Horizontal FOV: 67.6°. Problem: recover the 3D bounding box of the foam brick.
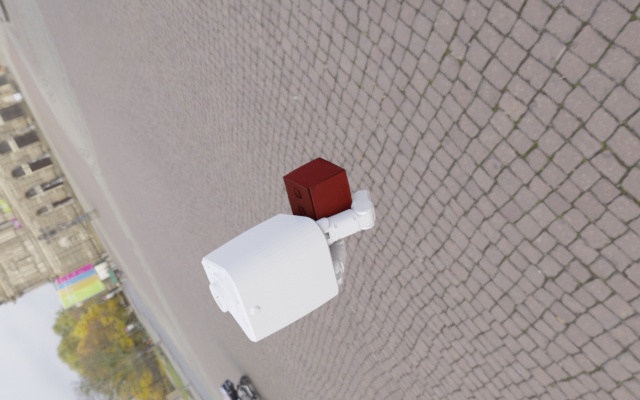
[{"bbox_3d":[0.000,0.001,0.529,0.051,0.078,0.053,-27,31,-24],"label":"foam brick"}]
